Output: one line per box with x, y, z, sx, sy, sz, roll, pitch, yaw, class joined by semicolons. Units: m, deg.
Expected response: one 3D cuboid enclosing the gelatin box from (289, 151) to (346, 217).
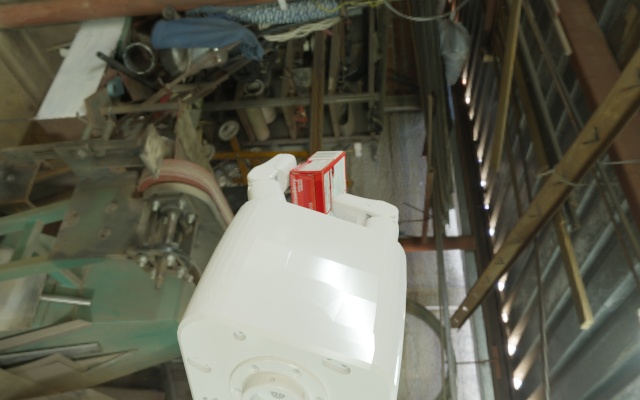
0.001;0.001;0.408;0.030;0.073;0.089;2;17;14;gelatin box
